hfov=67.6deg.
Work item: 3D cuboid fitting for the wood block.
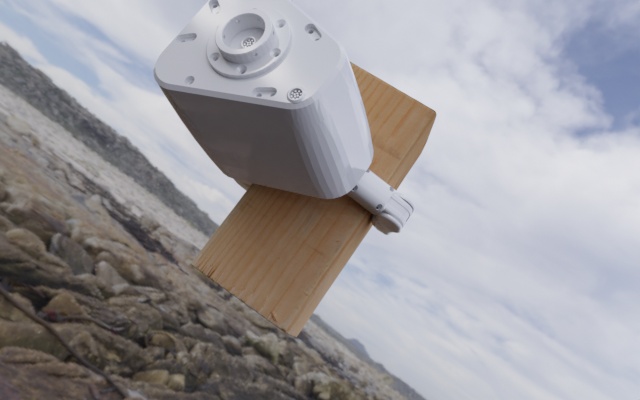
[{"bbox_3d":[0.000,0.001,0.403,0.091,0.206,0.090,33,-14,11],"label":"wood block"}]
